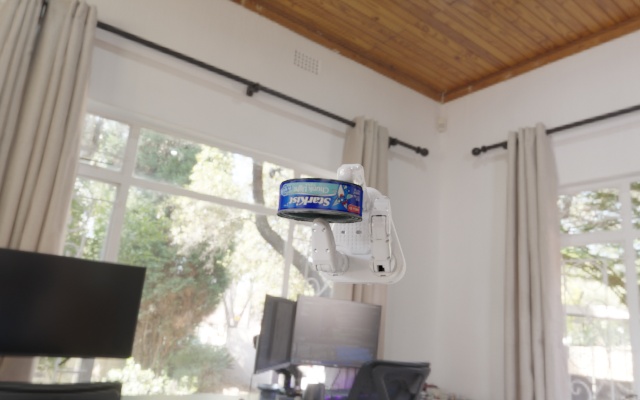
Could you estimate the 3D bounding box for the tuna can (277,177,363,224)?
[{"bbox_3d":[0.000,0.001,0.477,0.086,0.033,0.086,4,-9,1],"label":"tuna can"}]
